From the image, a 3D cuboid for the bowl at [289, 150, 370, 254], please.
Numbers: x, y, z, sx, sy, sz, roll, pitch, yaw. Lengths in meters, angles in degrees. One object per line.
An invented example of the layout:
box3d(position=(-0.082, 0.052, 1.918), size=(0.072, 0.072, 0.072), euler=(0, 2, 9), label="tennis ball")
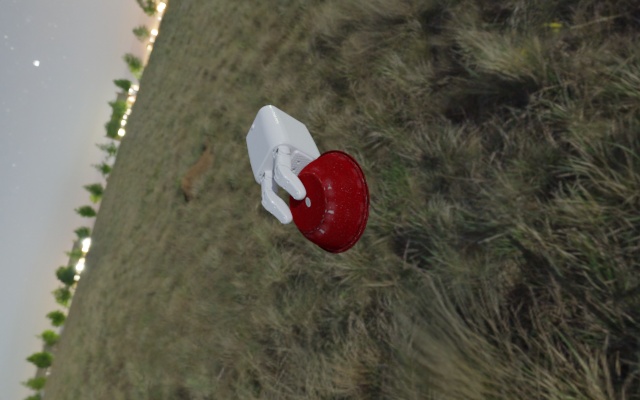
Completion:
box3d(position=(0.000, 0.003, 0.728), size=(0.055, 0.162, 0.162), euler=(-1, 1, -39), label="bowl")
